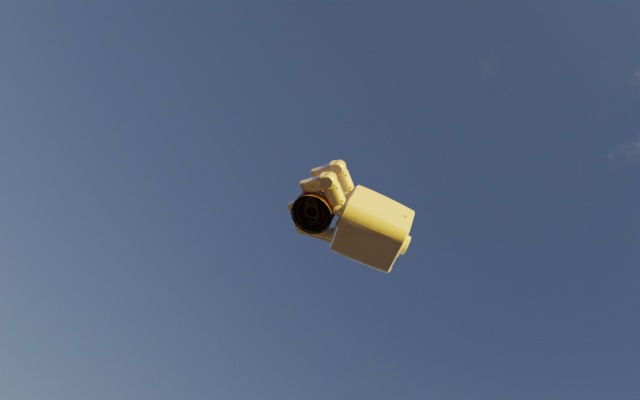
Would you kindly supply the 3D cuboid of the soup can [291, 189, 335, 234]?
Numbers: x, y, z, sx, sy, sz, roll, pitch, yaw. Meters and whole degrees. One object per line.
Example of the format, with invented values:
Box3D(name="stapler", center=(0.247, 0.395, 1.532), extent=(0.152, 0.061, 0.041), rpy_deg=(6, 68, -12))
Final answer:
Box3D(name="soup can", center=(0.000, 0.002, 0.791), extent=(0.068, 0.068, 0.102), rpy_deg=(0, 24, 19))
